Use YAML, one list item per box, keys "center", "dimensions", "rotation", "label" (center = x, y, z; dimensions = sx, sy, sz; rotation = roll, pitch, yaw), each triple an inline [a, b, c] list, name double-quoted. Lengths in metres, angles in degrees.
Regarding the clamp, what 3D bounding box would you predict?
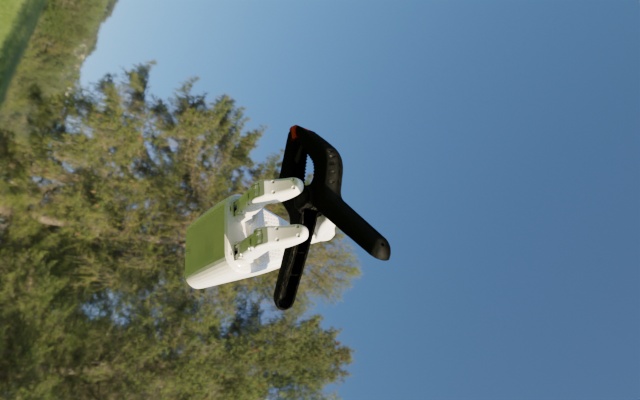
- center: [0.000, 0.001, 0.527]
  dimensions: [0.036, 0.210, 0.164]
  rotation: [17, -31, -42]
  label: "clamp"
